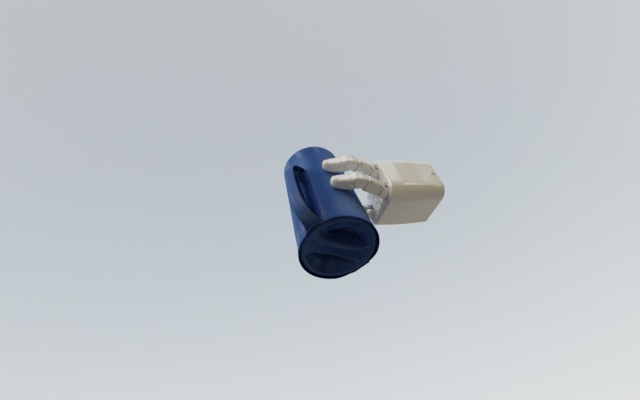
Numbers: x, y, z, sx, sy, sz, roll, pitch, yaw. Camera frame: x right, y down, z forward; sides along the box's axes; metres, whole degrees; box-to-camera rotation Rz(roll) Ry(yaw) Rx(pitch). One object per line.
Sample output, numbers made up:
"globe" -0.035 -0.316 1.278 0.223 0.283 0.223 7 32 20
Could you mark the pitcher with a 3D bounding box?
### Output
"pitcher" 0.000 0.003 0.833 0.145 0.149 0.242 -2 38 -14
